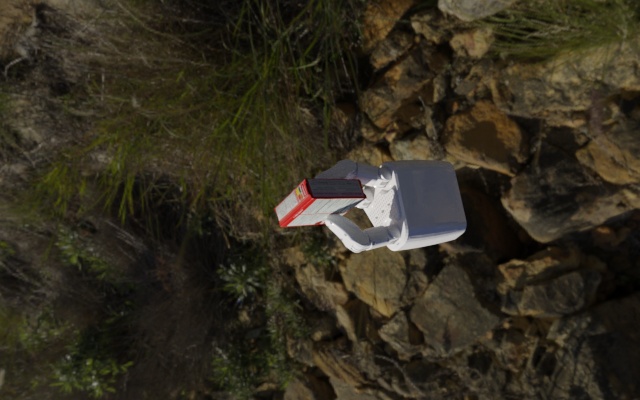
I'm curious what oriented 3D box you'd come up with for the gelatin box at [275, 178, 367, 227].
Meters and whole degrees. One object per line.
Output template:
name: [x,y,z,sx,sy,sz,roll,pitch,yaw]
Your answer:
gelatin box: [0.000,0.002,0.586,0.089,0.030,0.073,-2,-27,-40]
